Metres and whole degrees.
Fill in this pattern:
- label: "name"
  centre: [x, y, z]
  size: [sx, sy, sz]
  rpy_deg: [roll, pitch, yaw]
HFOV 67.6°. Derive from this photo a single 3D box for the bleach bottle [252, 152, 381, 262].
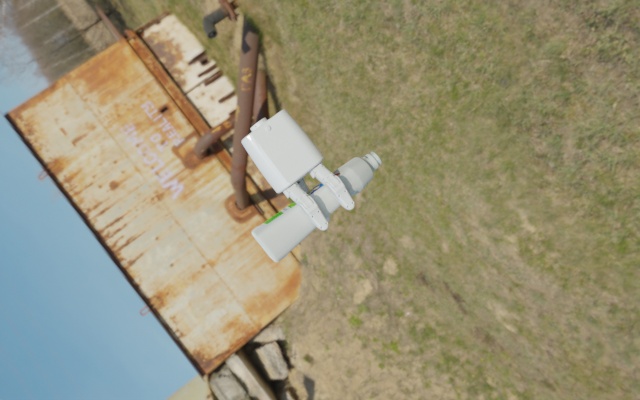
- label: "bleach bottle"
  centre: [0.000, 0.003, 0.825]
  size: [0.251, 0.068, 0.102]
  rpy_deg: [-39, 6, -11]
